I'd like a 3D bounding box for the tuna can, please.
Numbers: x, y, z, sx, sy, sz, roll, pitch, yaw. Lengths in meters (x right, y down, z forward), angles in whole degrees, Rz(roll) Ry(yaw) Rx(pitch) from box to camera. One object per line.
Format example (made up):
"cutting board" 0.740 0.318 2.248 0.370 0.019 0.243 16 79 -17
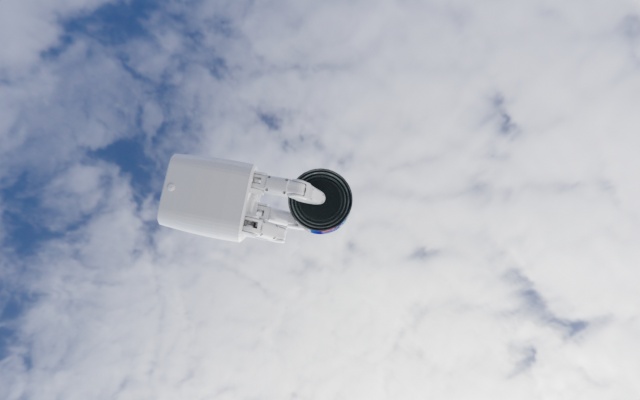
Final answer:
"tuna can" 0.000 0.002 0.646 0.086 0.086 0.034 0 -13 2
